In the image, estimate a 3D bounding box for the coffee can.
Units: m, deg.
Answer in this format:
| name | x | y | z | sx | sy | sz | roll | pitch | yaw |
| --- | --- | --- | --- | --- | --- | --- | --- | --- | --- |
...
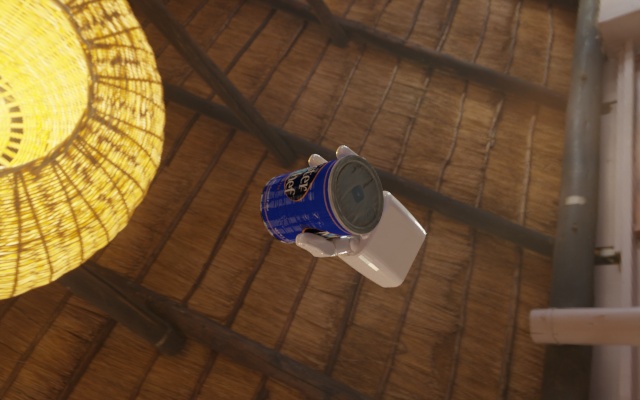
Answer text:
| name | x | y | z | sx | sy | sz | roll | pitch | yaw |
| --- | --- | --- | --- | --- | --- | --- | --- | --- | --- |
| coffee can | 0.000 | 0.002 | 0.654 | 0.140 | 0.103 | 0.103 | -12 | -8 | 44 |
